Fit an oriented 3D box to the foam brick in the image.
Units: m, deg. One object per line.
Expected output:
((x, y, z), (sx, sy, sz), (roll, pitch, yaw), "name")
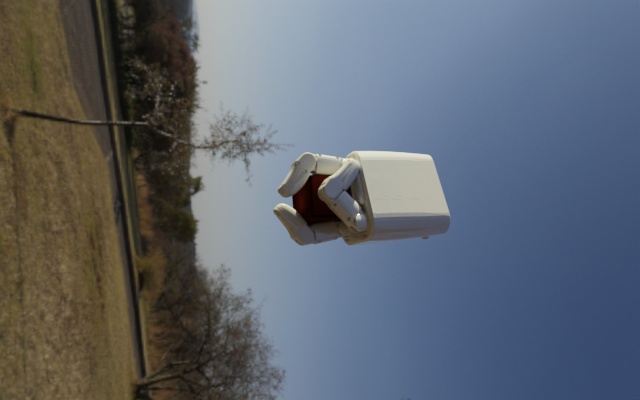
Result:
((0.000, 0.002, 0.590), (0.051, 0.053, 0.078), (-2, -9, -19), "foam brick")
